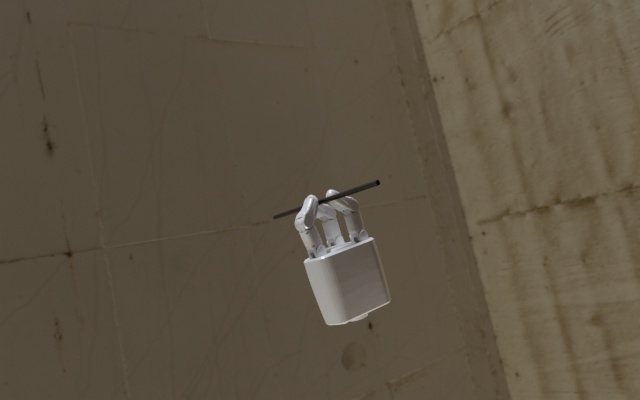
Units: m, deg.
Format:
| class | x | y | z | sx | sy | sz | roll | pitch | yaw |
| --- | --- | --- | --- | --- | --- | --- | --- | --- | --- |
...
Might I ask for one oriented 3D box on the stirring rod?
| class | x | y | z | sx | sy | sz | roll | pitch | yaw |
| --- | --- | --- | --- | --- | --- | --- | --- | --- | --- |
| stirring rod | 0.000 | 0.002 | 0.744 | 0.011 | 0.011 | 0.239 | 0 | -13 | -43 |
